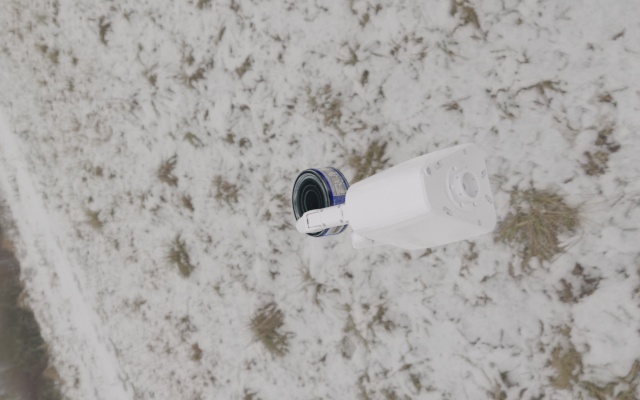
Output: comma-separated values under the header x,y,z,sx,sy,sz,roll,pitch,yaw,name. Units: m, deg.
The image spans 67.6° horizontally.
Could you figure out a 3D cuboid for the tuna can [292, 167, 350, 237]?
x,y,z,sx,sy,sz,roll,pitch,yaw,name
0.000,0.002,0.588,0.034,0.086,0.086,-7,4,-35,tuna can
